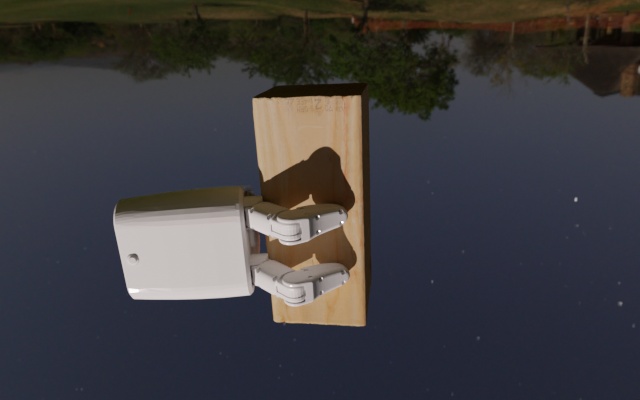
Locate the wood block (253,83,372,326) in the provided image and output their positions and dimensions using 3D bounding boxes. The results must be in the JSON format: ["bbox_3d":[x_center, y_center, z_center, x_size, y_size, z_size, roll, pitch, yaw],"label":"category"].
[{"bbox_3d":[0.000,0.001,0.443,0.090,0.206,0.090,0,20,9],"label":"wood block"}]
